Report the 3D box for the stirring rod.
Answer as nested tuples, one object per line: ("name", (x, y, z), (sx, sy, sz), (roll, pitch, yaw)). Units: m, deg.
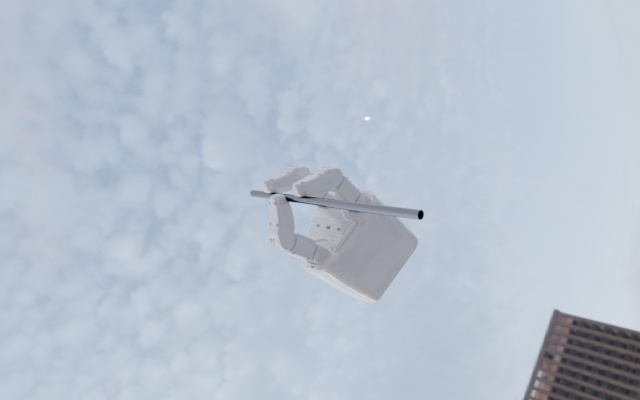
("stirring rod", (0.000, 0.002, 0.465), (0.011, 0.011, 0.239), (0, 5, -41))
